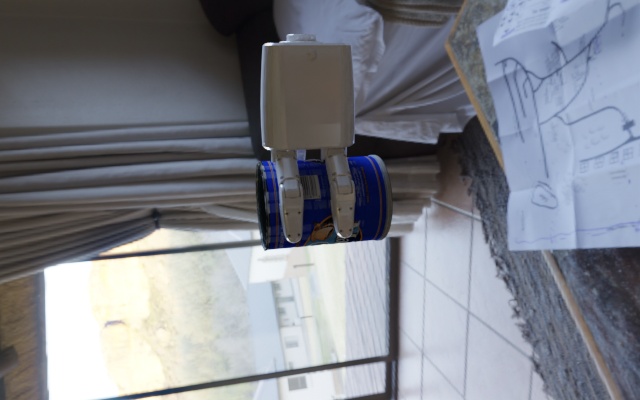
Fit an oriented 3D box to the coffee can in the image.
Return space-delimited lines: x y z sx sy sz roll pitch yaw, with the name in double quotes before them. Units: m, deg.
"coffee can" 0.000 0.002 0.557 0.140 0.103 0.103 -4 1 -13
